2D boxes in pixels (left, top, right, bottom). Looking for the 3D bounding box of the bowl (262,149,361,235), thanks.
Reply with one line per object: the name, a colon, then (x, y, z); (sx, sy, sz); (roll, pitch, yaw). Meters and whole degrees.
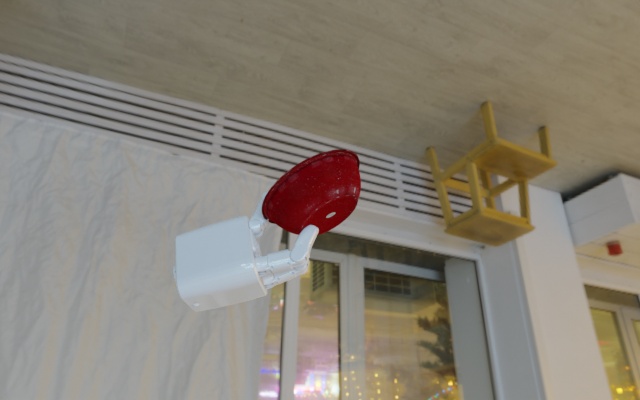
bowl: (0.001, 0.002, 0.678); (0.162, 0.055, 0.162); (-27, -26, -14)
